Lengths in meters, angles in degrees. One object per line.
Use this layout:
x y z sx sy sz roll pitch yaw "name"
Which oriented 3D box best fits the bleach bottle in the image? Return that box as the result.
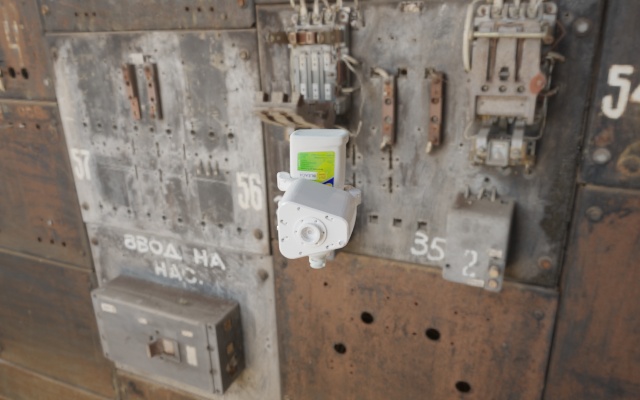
0.000 0.003 0.851 0.102 0.251 0.068 1 20 9 "bleach bottle"
